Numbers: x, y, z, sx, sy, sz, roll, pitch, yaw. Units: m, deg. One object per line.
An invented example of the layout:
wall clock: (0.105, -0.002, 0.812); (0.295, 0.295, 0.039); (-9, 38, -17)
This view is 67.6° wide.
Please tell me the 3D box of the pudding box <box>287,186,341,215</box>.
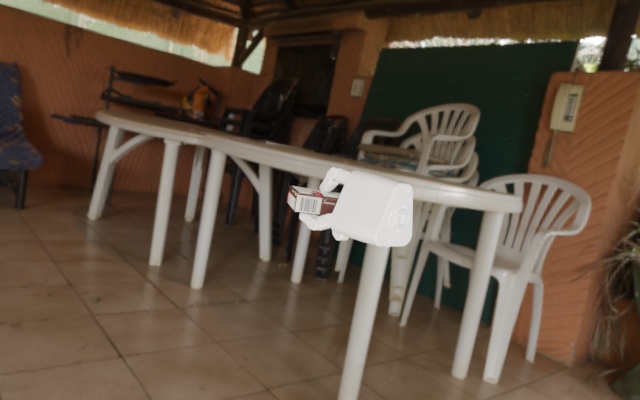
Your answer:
pudding box: (0.000, 0.003, 0.898); (0.113, 0.039, 0.090); (10, 7, -14)
